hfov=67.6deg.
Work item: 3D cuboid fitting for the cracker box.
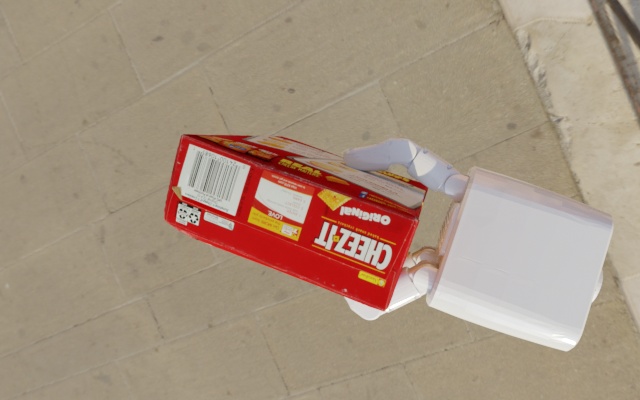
[{"bbox_3d":[0.000,0.001,0.400,0.164,0.072,0.213,20,11,11],"label":"cracker box"}]
